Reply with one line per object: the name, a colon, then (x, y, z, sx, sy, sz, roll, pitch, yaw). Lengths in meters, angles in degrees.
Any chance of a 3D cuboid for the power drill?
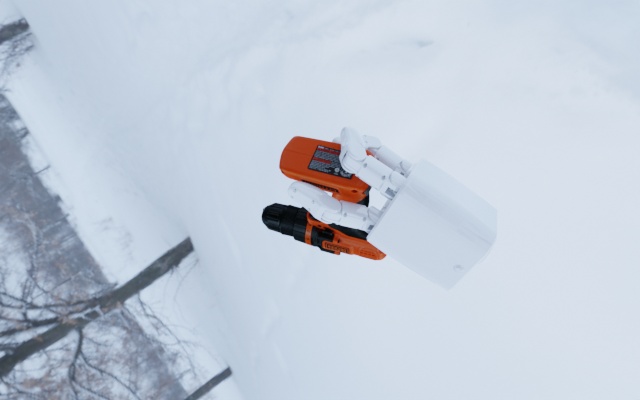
power drill: (0.000, 0.002, 0.596, 0.184, 0.057, 0.188, 12, -30, 13)
